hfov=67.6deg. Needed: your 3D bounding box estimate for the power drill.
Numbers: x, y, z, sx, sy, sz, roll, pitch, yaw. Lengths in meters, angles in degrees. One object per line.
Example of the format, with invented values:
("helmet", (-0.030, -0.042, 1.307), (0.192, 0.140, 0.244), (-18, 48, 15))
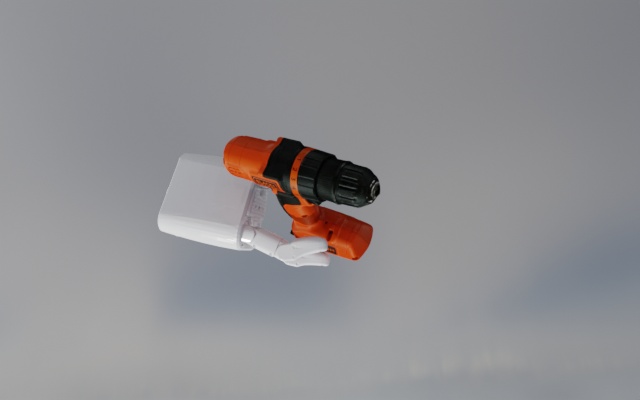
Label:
("power drill", (0.000, 0.002, 0.542), (0.184, 0.057, 0.188), (18, -22, 31))
